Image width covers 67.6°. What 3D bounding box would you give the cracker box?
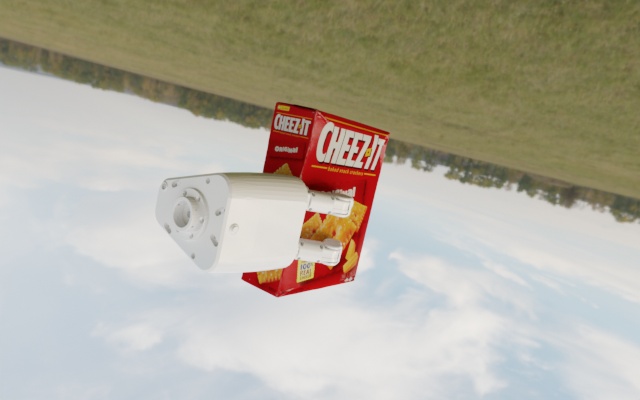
[{"bbox_3d":[0.000,0.002,0.596,0.072,0.214,0.164,18,9,36],"label":"cracker box"}]
